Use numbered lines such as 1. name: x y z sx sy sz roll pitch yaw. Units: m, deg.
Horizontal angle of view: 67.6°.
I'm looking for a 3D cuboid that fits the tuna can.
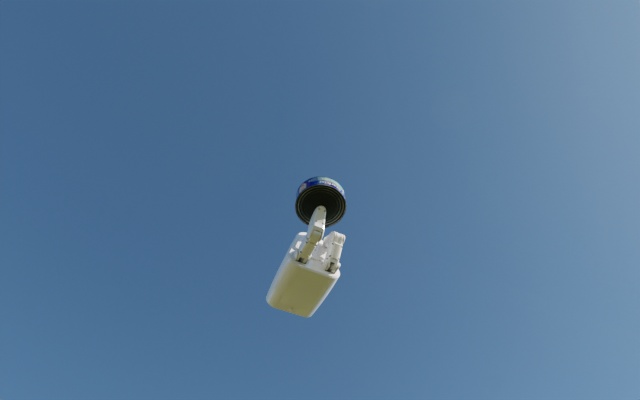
1. tuna can: 0.000 0.002 0.807 0.086 0.086 0.033 0 32 -1
